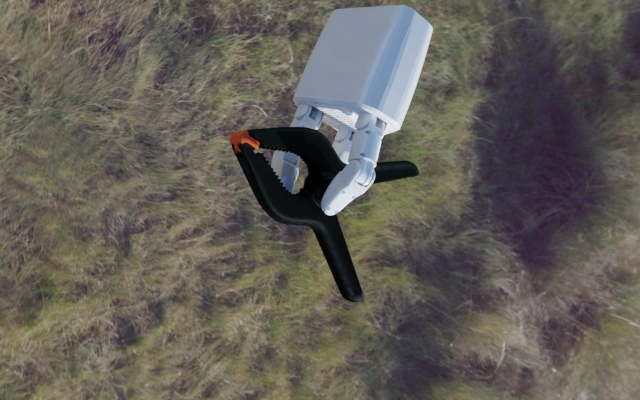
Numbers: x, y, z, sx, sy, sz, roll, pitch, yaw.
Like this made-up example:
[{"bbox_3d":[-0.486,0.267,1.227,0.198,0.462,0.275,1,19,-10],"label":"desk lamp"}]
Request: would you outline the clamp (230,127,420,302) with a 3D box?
[{"bbox_3d":[0.000,0.001,0.467,0.210,0.164,0.036,25,-10,-31],"label":"clamp"}]
